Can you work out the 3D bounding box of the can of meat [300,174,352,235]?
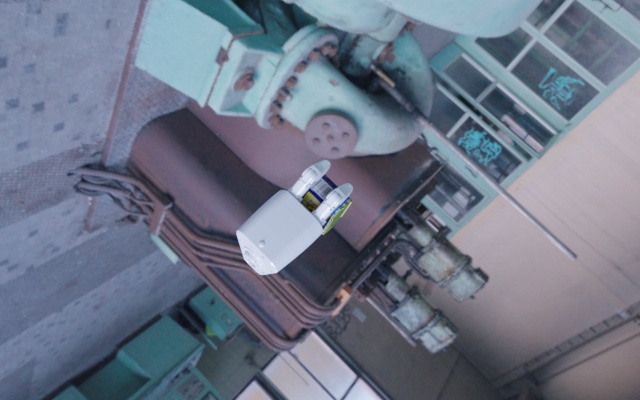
[{"bbox_3d":[0.000,0.003,0.835,0.057,0.084,0.102,-41,-10,-28],"label":"can of meat"}]
